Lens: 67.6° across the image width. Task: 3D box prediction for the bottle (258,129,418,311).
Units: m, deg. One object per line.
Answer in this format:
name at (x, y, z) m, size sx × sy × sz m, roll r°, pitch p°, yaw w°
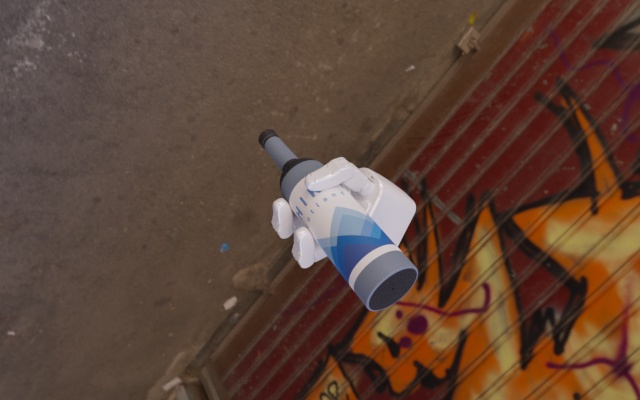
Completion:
bottle at (0.000, 0.002, 0.584) m, size 0.069 × 0.069 × 0.295 m, roll 0°, pitch 38°, yaw -41°
